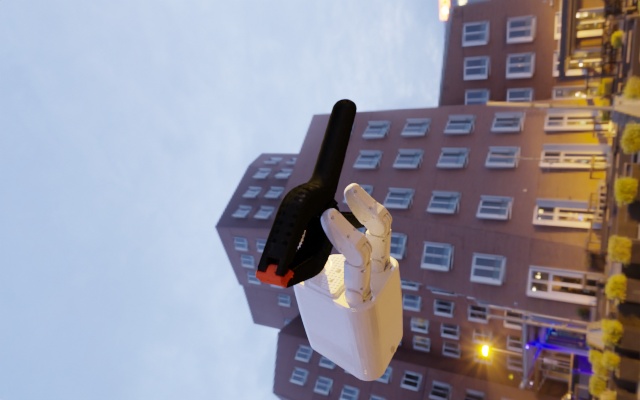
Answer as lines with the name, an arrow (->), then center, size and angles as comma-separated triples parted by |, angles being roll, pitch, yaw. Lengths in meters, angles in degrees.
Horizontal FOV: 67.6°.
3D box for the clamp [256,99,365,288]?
clamp -> -0.001, 0.002, 0.482 | 0.036, 0.165, 0.210 | 7, 31, 28
